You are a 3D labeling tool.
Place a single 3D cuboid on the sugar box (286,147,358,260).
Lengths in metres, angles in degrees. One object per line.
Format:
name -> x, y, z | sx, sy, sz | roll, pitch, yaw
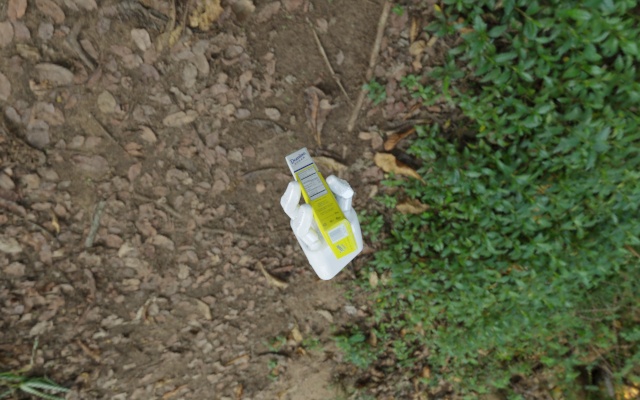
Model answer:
sugar box -> 0.000, 0.003, 0.793 | 0.048, 0.176, 0.093 | -28, -38, -5
